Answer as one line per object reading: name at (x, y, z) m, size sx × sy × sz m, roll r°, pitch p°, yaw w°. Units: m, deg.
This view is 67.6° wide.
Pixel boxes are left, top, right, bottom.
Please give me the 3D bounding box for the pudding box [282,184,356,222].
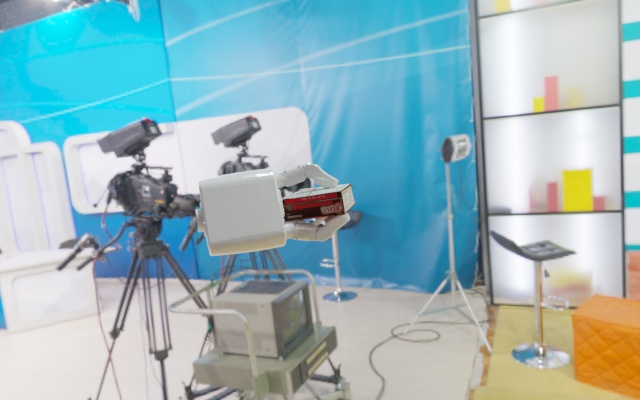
pudding box at (0.000, 0.002, 0.718) m, size 0.090 × 0.039 × 0.113 m, roll -7°, pitch 8°, yaw 13°
